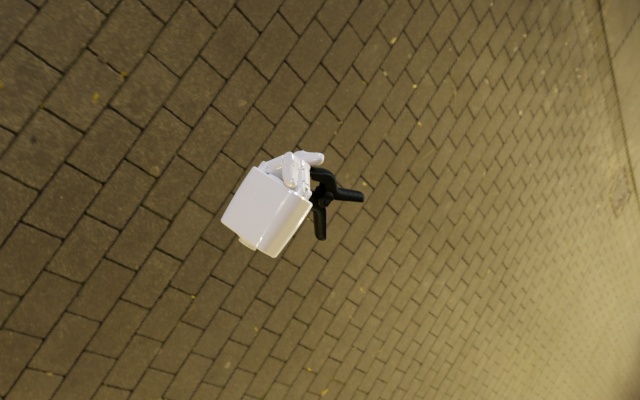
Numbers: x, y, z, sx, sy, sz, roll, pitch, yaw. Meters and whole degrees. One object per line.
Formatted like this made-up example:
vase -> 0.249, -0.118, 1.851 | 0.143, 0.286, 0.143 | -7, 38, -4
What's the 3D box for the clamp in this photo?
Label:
clamp -> 0.000, 0.003, 0.856 | 0.171, 0.120, 0.039 | 36, -1, -44
